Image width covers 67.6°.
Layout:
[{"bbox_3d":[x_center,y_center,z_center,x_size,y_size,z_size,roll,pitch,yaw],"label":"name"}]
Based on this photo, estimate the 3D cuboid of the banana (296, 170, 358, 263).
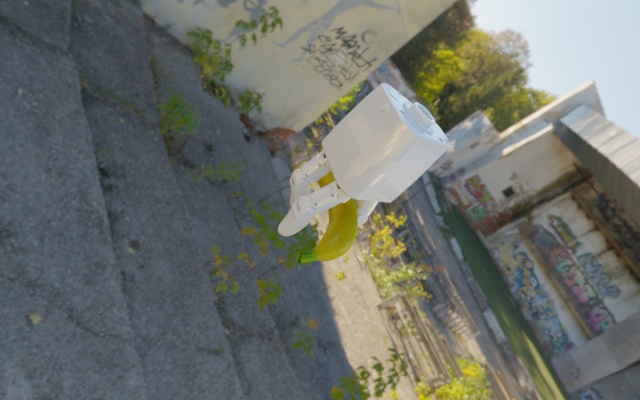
[{"bbox_3d":[0.016,0.012,0.619,0.069,0.037,0.197,24,37,-13],"label":"banana"}]
